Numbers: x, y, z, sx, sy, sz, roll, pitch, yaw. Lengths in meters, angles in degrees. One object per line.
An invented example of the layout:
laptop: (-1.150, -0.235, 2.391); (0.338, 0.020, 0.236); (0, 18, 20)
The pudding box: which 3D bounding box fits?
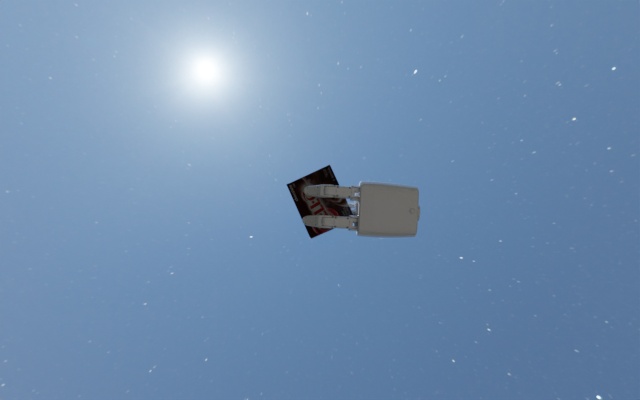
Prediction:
pudding box: (0.000, 0.003, 0.892); (0.090, 0.113, 0.039); (-25, -4, 0)
